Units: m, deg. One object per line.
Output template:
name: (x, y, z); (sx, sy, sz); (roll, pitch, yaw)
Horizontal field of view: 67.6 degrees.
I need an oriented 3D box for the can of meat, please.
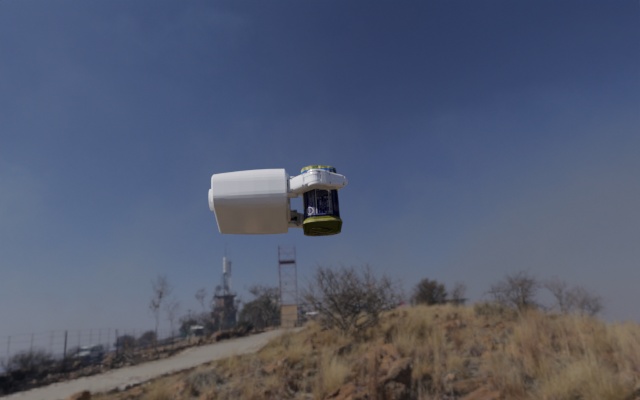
can of meat: (0.000, 0.002, 0.716); (0.057, 0.084, 0.102); (-4, -16, -1)
